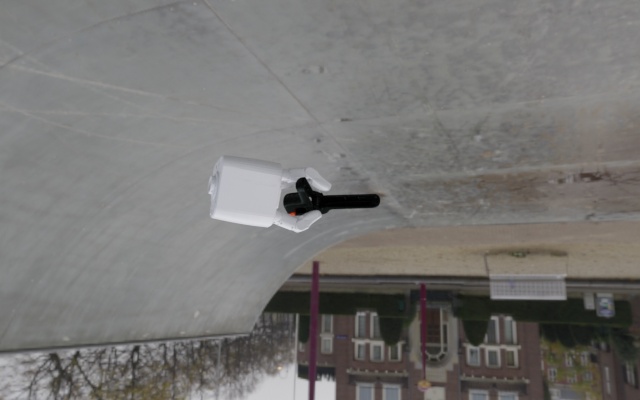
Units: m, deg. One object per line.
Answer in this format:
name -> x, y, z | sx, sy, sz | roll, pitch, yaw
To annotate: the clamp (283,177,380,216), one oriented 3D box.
clamp -> 0.000, 0.004, 0.894 | 0.164, 0.036, 0.210 | 11, -15, -21
